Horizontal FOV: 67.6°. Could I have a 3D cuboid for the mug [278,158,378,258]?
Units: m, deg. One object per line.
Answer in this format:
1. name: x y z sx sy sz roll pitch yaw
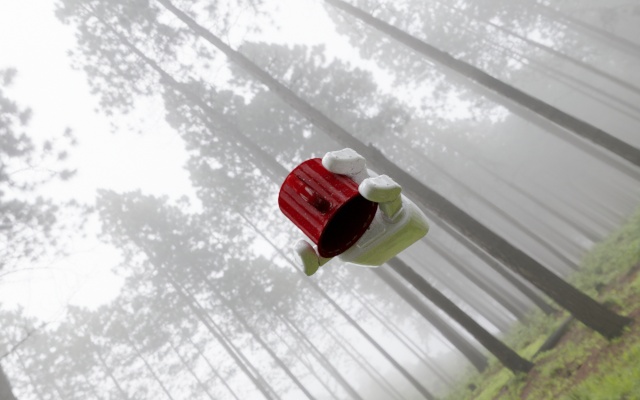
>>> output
1. mug: -0.001 0.001 0.533 0.081 0.093 0.117 40 6 30
